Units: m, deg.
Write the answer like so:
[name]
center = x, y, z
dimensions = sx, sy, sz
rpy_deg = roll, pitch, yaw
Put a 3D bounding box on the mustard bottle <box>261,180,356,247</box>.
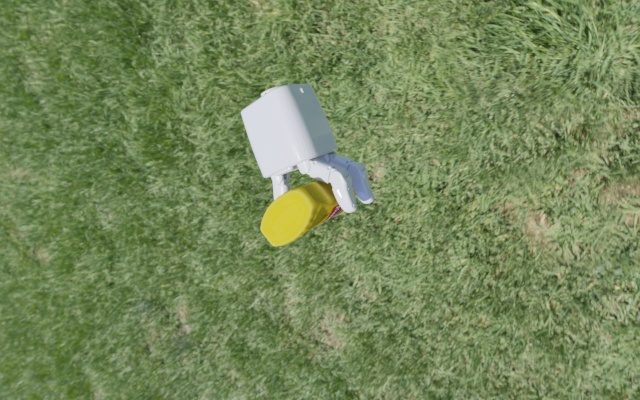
[mustard bottle]
center = 0.000, 0.003, 0.693
dimensions = 0.096, 0.058, 0.191
rpy_deg = -47, -12, 31
